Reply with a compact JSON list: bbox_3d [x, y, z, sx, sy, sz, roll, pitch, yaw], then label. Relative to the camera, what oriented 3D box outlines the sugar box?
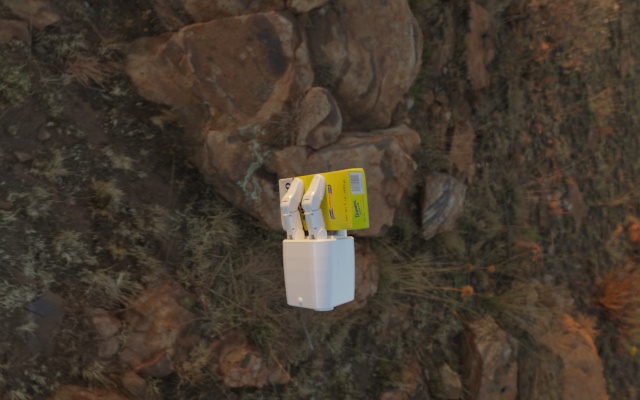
[{"bbox_3d":[0.000,0.003,0.786,0.048,0.093,0.176,-3,-2,-43],"label":"sugar box"}]
